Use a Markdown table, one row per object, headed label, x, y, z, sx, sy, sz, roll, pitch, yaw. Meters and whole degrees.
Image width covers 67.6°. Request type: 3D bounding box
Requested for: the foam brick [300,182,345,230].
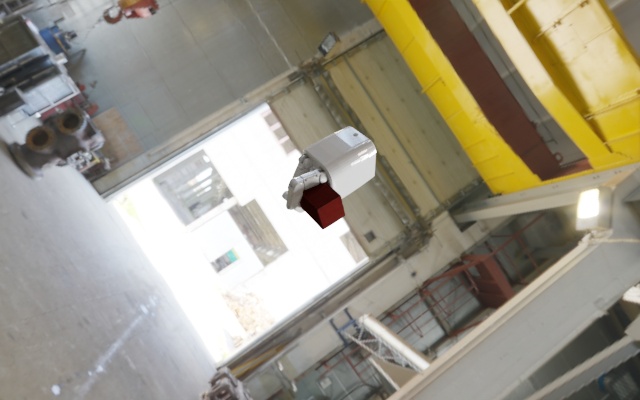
| label | x | y | z | sx | sy | sz | roll | pitch | yaw |
| --- | --- | --- | --- | --- | --- | --- | --- | --- | --- |
| foam brick | 0.000 | 0.003 | 0.851 | 0.051 | 0.053 | 0.078 | -29 | 44 | -16 |
